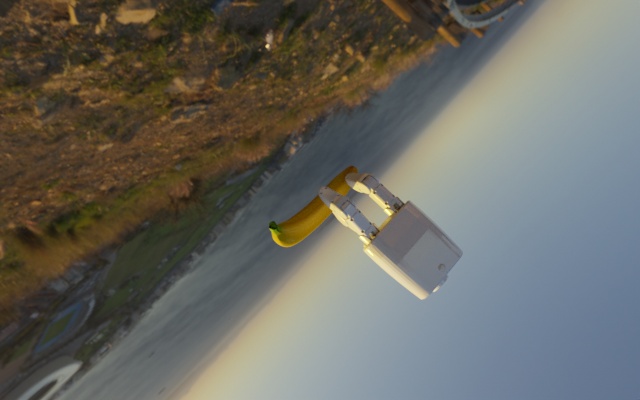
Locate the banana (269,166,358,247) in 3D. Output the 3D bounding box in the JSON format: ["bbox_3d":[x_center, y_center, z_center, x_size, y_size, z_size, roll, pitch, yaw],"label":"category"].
[{"bbox_3d":[-0.009,0.015,0.698,0.197,0.037,0.070,-39,-14,-42],"label":"banana"}]
